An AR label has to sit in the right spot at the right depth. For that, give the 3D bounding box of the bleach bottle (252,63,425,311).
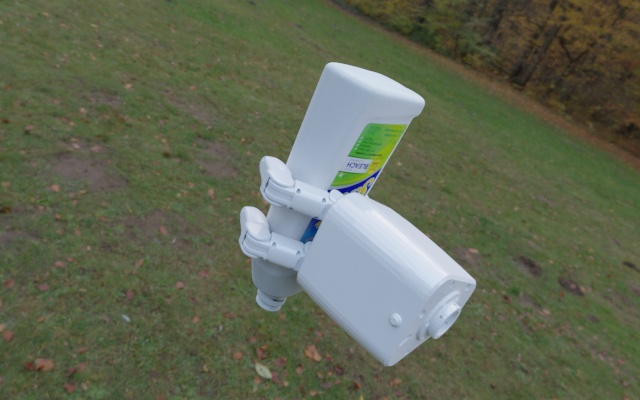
[{"bbox_3d":[0.000,0.001,0.457,0.068,0.251,0.102,40,27,30],"label":"bleach bottle"}]
